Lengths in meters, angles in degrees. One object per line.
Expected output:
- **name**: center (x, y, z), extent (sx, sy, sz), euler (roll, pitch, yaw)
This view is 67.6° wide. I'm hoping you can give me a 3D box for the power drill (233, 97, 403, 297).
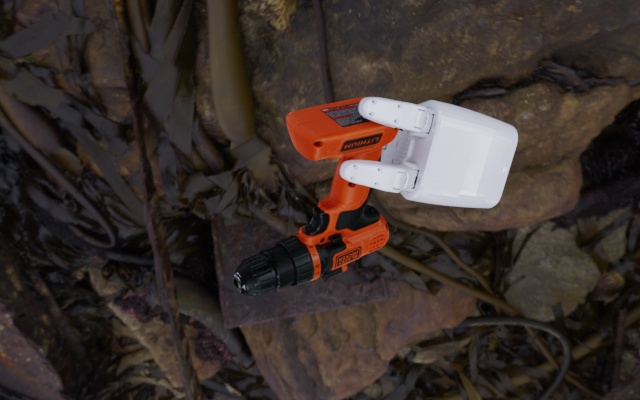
- **power drill**: center (0.000, 0.001, 0.467), extent (0.184, 0.188, 0.057), euler (-20, 46, -31)
